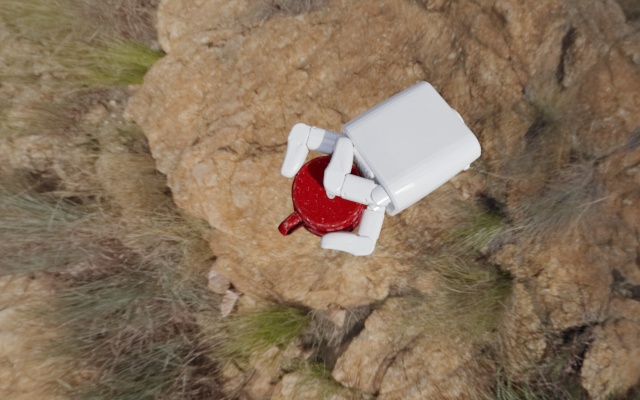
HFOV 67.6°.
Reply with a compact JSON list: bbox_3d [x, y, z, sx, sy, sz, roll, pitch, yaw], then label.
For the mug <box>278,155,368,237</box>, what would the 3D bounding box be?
[{"bbox_3d":[-0.001,0.003,0.552,0.117,0.093,0.081,-33,-8,-2],"label":"mug"}]
